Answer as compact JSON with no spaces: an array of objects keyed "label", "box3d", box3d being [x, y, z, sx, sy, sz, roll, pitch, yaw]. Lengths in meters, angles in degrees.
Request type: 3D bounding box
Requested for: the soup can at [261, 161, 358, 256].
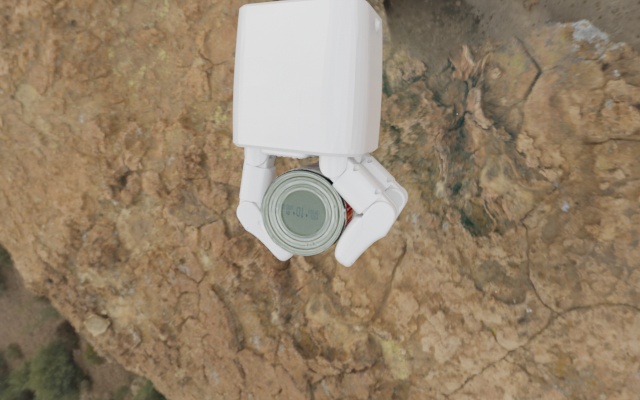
[{"label":"soup can","box3d":[0.000,0.002,0.400,0.068,0.068,0.102,0,10,16]}]
